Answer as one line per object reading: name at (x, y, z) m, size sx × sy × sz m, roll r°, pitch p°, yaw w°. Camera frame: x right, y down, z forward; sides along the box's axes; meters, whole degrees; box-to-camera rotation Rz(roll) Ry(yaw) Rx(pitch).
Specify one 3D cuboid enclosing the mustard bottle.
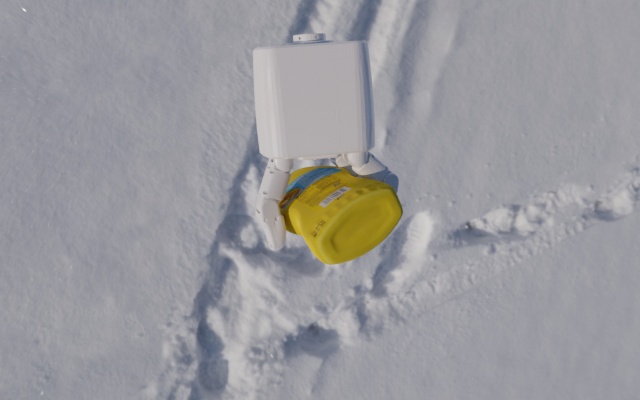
mustard bottle at (0.000, 0.002, 0.524) m, size 0.096 × 0.058 × 0.191 m, roll -35°, pitch 26°, yaw -13°
